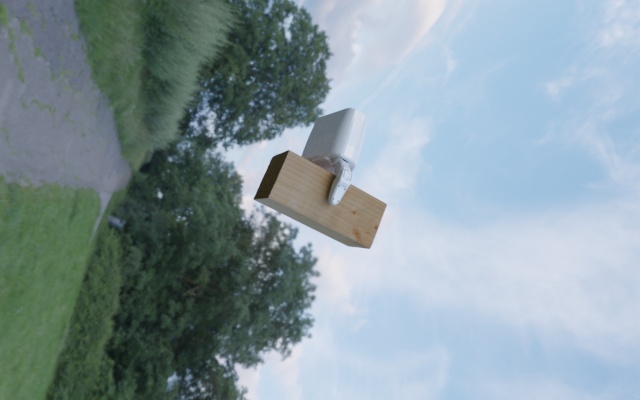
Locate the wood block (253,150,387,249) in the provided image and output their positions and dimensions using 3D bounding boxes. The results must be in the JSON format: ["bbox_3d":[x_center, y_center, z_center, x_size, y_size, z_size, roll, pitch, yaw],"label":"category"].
[{"bbox_3d":[0.001,0.002,0.843,0.206,0.090,0.091,27,-13,-20],"label":"wood block"}]
